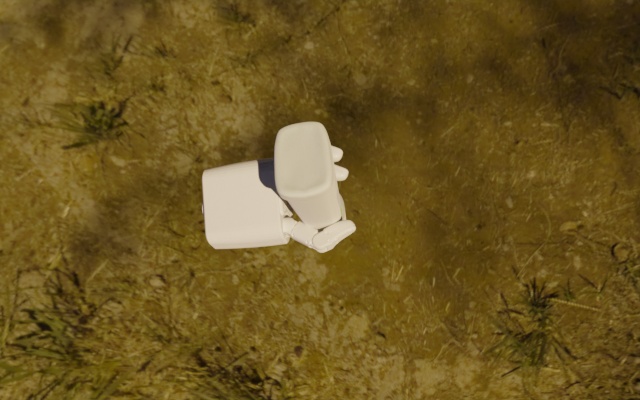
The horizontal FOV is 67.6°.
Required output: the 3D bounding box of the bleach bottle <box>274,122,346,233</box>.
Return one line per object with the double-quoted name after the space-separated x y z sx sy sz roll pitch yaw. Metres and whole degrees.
0.000 0.002 0.648 0.068 0.102 0.251 -8 -26 7 "bleach bottle"
